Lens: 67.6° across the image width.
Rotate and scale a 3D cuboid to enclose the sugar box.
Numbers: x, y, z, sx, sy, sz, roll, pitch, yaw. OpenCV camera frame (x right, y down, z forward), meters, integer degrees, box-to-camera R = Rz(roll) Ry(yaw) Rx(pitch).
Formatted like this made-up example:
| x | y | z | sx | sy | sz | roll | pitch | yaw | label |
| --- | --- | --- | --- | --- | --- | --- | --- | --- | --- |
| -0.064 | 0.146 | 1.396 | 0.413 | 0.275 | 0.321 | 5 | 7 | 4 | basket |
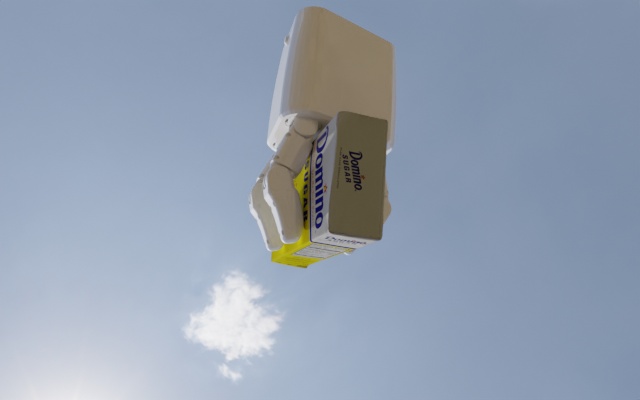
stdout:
| x | y | z | sx | sy | sz | roll | pitch | yaw | label |
| --- | --- | --- | --- | --- | --- | --- | --- | --- | --- |
| 0.000 | 0.001 | 0.410 | 0.048 | 0.093 | 0.176 | 9 | -17 | -14 | sugar box |
